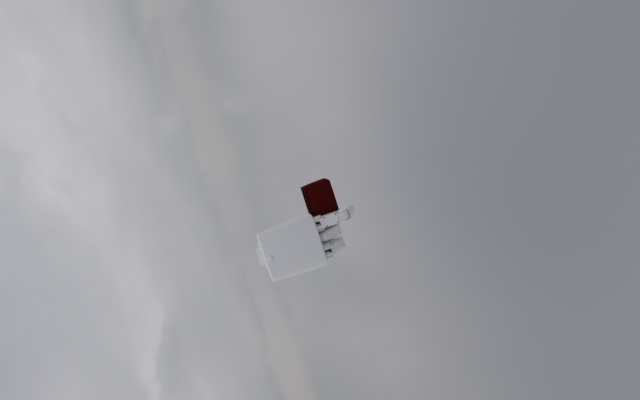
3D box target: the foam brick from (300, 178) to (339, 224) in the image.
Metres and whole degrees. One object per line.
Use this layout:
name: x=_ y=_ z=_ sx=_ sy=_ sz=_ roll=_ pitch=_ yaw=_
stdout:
foam brick: x=0.000 y=0.003 z=0.899 sx=0.051 sy=0.078 sz=0.053 roll=-19 pitch=7 yaw=-8
